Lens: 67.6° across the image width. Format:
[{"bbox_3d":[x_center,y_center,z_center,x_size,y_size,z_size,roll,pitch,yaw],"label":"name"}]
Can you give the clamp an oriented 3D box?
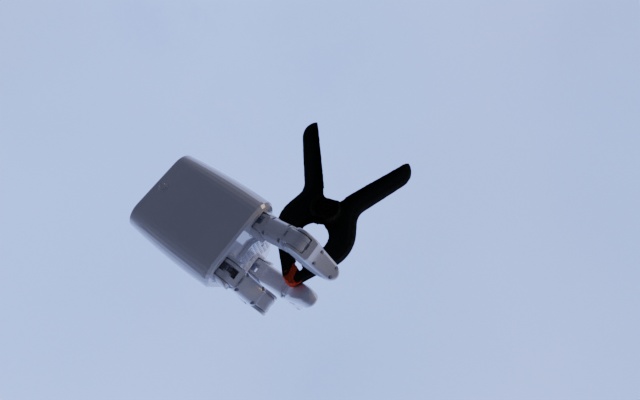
[{"bbox_3d":[0.000,0.002,0.482,0.120,0.171,0.039,32,-18,17],"label":"clamp"}]
